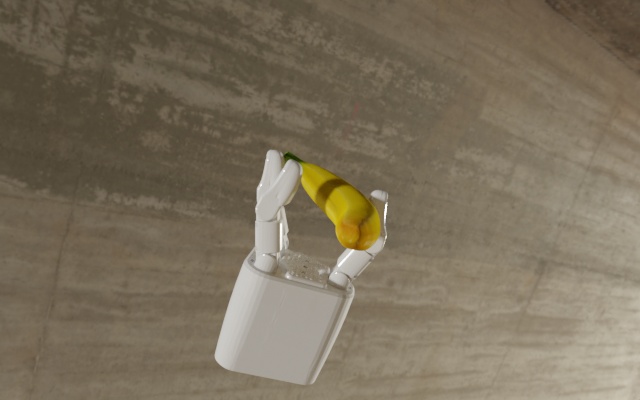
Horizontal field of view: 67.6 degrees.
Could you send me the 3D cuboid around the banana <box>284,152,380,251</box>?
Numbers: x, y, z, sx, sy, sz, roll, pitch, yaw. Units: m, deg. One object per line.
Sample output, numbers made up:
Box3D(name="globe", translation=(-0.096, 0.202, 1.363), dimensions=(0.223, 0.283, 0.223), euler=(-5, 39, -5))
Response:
Box3D(name="banana", translation=(0.015, 0.005, 0.429), dimensions=(0.069, 0.037, 0.197), euler=(18, 13, -24))
